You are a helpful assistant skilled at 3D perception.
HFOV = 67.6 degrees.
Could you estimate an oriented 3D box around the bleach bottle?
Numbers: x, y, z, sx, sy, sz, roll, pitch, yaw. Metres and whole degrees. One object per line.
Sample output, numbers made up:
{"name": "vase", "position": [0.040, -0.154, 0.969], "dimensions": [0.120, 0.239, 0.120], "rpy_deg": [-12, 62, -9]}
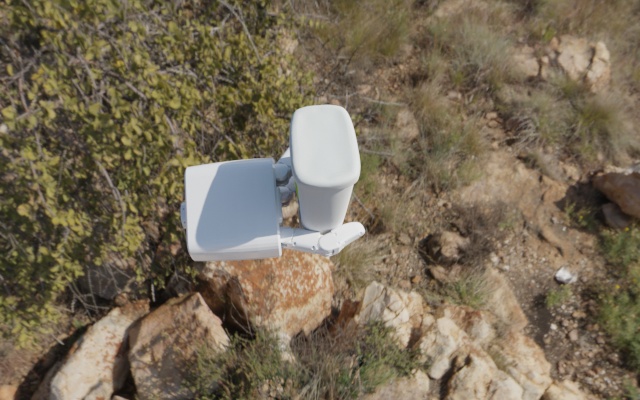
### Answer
{"name": "bleach bottle", "position": [0.000, 0.002, 0.578], "dimensions": [0.068, 0.102, 0.251], "rpy_deg": [-4, -29, -4]}
